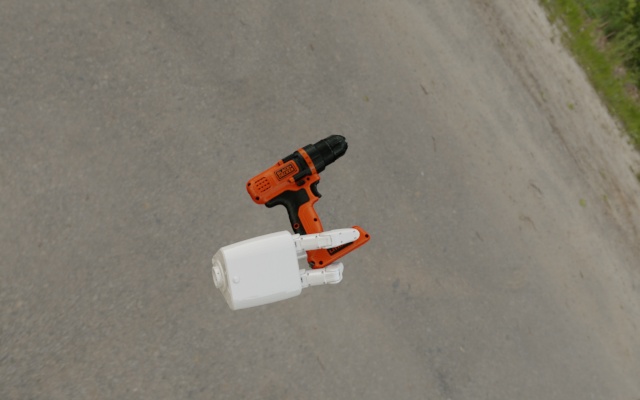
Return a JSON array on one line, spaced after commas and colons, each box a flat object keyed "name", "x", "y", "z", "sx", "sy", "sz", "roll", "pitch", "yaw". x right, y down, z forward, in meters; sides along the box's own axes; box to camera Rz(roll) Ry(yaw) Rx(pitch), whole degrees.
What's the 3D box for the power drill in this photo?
[{"name": "power drill", "x": 0.000, "y": 0.003, "z": 0.769, "sx": 0.184, "sy": 0.187, "sz": 0.057, "roll": -31, "pitch": -10, "yaw": -9}]
